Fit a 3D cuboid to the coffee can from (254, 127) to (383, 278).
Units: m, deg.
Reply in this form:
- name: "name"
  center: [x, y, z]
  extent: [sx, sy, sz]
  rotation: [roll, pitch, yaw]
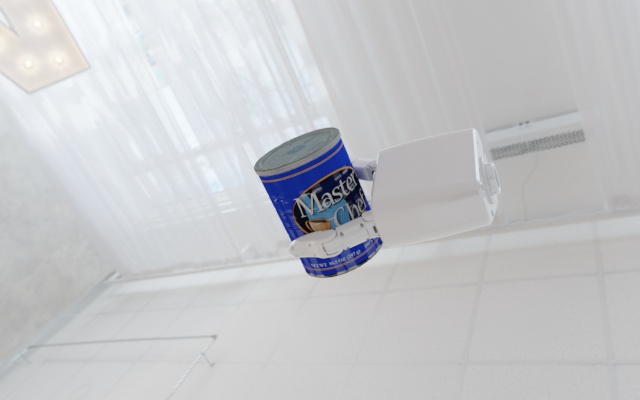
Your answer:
- name: "coffee can"
  center: [0.000, 0.002, 0.546]
  extent: [0.103, 0.140, 0.102]
  rotation: [-21, 21, 9]
